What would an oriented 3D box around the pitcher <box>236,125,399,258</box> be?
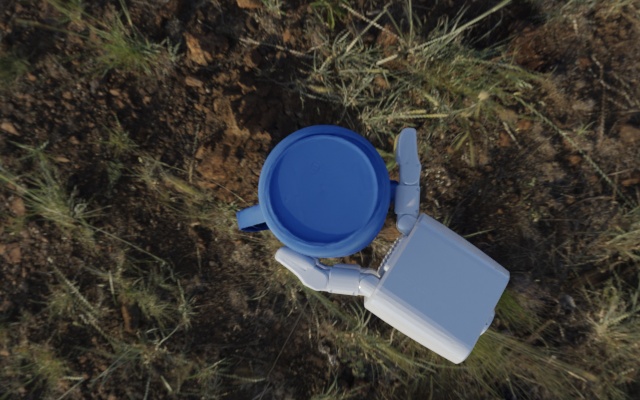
[{"bbox_3d":[0.000,0.002,0.495,0.145,0.149,0.243,33,-1,6],"label":"pitcher"}]
